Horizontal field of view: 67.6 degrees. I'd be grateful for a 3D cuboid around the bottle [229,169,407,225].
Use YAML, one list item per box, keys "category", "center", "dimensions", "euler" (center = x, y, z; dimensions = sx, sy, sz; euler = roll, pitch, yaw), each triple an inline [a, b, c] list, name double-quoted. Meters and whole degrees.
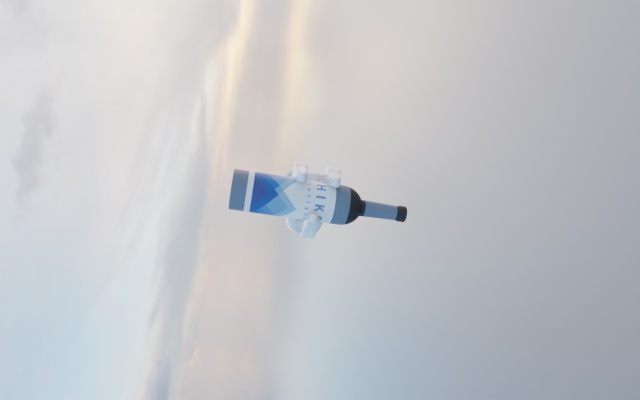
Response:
- category: "bottle"
  center: [0.000, 0.003, 0.793]
  dimensions: [0.296, 0.069, 0.069]
  euler: [8, -1, -9]
